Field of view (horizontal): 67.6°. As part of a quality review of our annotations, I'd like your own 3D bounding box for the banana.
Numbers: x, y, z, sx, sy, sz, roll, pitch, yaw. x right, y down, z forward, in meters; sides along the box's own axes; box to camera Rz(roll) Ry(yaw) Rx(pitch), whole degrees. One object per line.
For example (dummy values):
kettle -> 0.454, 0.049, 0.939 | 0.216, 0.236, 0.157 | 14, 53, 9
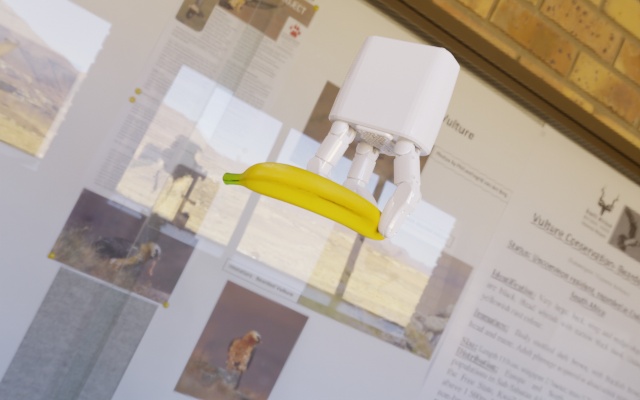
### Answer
banana -> 0.005, 0.001, 0.479 | 0.198, 0.037, 0.069 | 23, -9, -25
